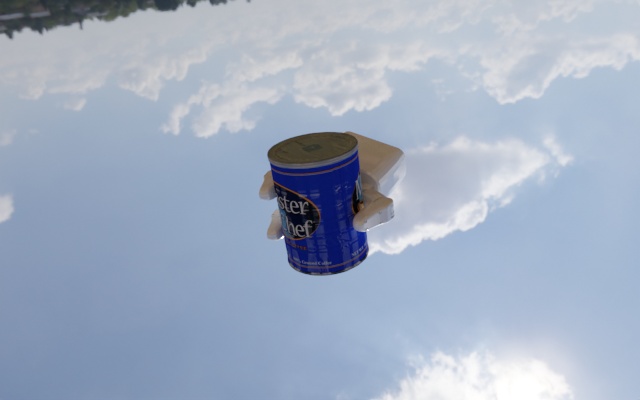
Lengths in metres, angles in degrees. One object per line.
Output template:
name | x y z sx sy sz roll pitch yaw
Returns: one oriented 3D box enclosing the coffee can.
coffee can | 0.000 0.002 0.562 0.103 0.140 0.102 -7 25 3
